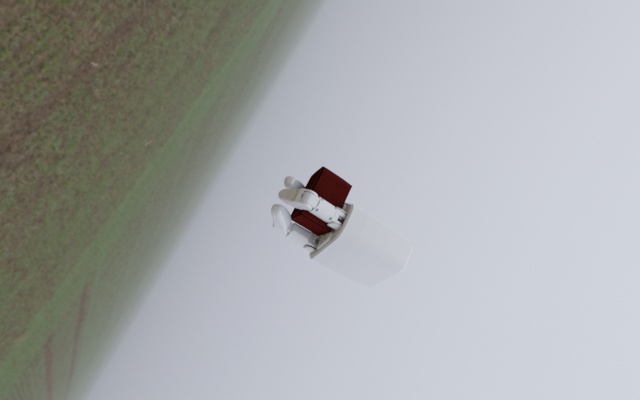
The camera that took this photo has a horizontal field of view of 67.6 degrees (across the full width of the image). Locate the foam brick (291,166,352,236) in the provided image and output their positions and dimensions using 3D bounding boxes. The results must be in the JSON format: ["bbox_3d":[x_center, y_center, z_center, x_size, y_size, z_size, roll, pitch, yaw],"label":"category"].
[{"bbox_3d":[0.000,0.002,0.673,0.051,0.078,0.053,30,-19,-12],"label":"foam brick"}]
